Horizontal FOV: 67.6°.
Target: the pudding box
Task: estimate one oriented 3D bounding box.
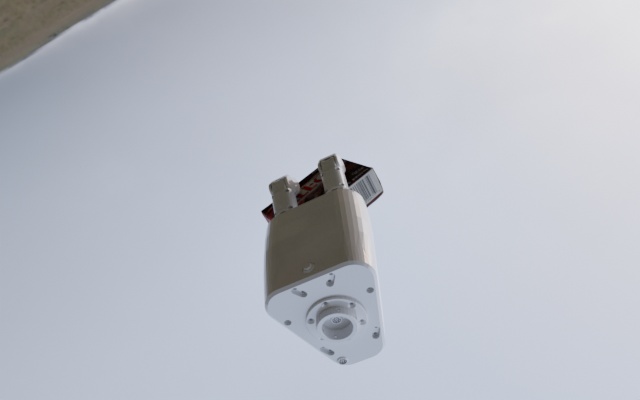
[{"bbox_3d":[0.000,0.002,0.524,0.113,0.039,0.090,-37,27,-14],"label":"pudding box"}]
